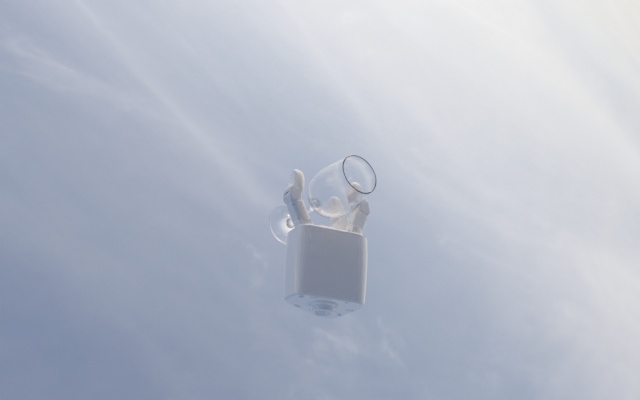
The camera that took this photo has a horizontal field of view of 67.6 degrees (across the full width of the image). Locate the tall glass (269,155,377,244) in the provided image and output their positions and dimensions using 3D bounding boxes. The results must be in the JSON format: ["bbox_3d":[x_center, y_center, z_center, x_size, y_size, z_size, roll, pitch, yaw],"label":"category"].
[{"bbox_3d":[0.000,0.003,0.747,0.079,0.079,0.201,0,-24,-38],"label":"tall glass"}]
